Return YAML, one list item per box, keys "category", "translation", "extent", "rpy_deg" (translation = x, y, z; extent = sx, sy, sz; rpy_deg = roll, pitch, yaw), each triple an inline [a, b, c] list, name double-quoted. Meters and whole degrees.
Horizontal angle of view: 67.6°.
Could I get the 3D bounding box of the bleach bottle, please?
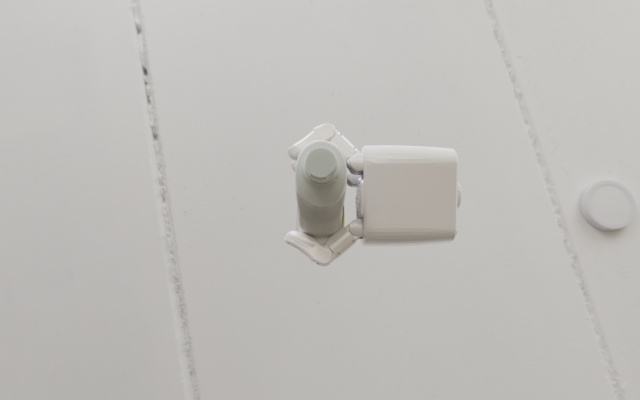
- category: "bleach bottle"
  translation: [0.000, 0.002, 0.554]
  extent: [0.068, 0.102, 0.251]
  rpy_deg: [1, -13, 0]
